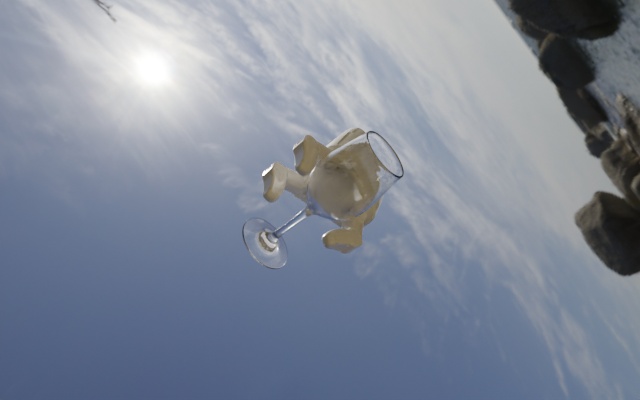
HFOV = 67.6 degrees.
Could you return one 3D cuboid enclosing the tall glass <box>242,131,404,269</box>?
[{"bbox_3d":[0.000,0.002,0.561,0.201,0.079,0.079,-36,-20,28],"label":"tall glass"}]
